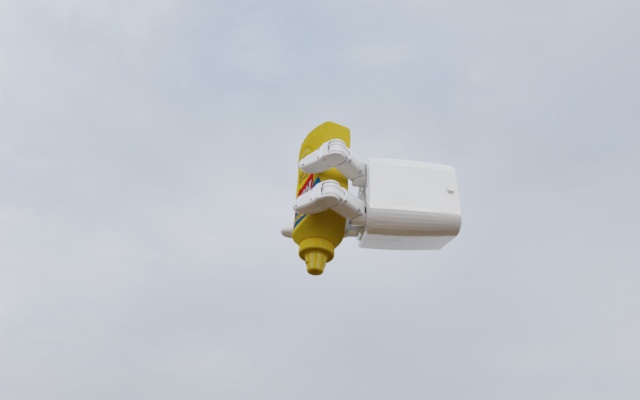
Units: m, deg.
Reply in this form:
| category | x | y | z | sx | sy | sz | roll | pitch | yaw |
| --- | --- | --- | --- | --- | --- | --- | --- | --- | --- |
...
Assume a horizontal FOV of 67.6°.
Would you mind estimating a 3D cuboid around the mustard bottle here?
| category | x | y | z | sx | sy | sz | roll | pitch | yaw |
| --- | --- | --- | --- | --- | --- | --- | --- | --- | --- |
| mustard bottle | 0.000 | 0.002 | 0.582 | 0.058 | 0.191 | 0.096 | 19 | -38 | -20 |
